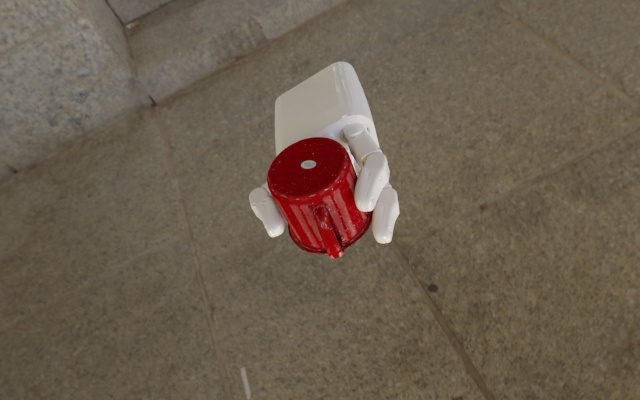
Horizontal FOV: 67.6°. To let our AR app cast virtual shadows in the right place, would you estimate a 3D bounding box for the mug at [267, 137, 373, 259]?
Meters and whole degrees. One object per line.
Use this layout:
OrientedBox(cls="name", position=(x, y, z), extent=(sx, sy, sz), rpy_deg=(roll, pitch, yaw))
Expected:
OrientedBox(cls="mug", position=(0.000, 0.002, 0.459), extent=(0.093, 0.117, 0.082), rpy_deg=(-17, -42, 8))
